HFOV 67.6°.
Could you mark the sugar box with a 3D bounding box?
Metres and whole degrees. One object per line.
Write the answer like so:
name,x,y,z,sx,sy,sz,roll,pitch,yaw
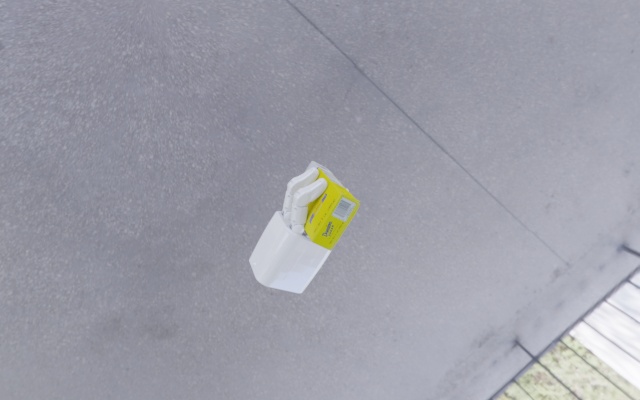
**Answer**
sugar box,0.000,0.003,0.816,0.048,0.093,0.176,27,11,-27
